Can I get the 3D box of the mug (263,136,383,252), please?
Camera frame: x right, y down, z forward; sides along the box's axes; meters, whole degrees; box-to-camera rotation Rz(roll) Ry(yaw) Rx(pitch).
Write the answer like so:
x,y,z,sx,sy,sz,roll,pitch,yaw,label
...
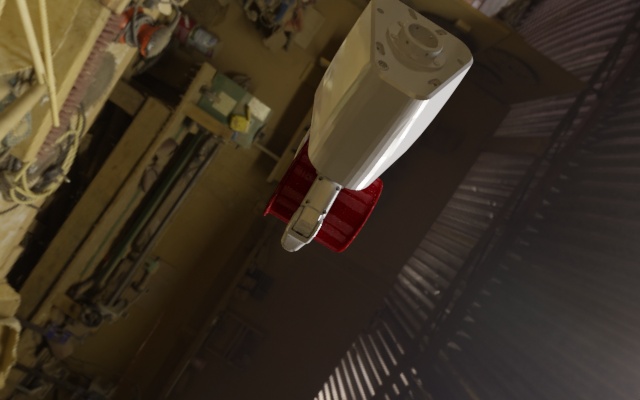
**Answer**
x,y,z,sx,sy,sz,roll,pitch,yaw,label
0.000,0.002,0.458,0.081,0.093,0.117,32,-40,-3,mug
